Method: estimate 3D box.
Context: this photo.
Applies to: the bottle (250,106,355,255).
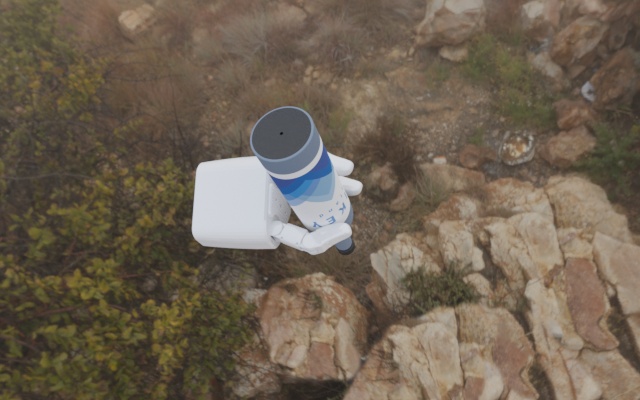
[{"bbox_3d":[0.000,0.002,0.592,0.069,0.069,0.296,0,-28,17],"label":"bottle"}]
